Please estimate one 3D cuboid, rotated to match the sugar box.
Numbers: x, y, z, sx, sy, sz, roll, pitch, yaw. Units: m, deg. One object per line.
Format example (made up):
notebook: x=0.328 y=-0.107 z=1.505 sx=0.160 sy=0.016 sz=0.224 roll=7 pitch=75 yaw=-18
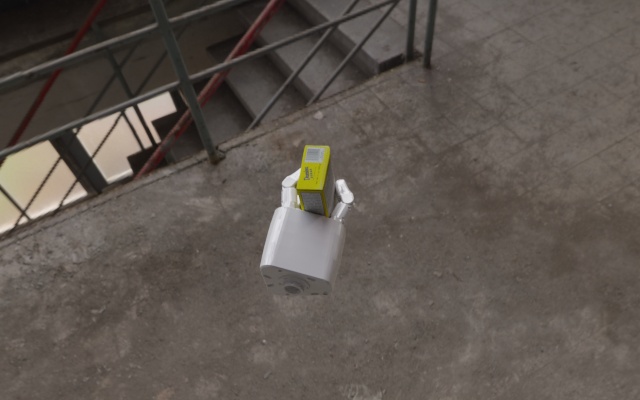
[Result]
sugar box: x=0.000 y=0.003 z=0.786 sx=0.048 sy=0.093 sz=0.176 roll=4 pitch=-38 yaw=9
